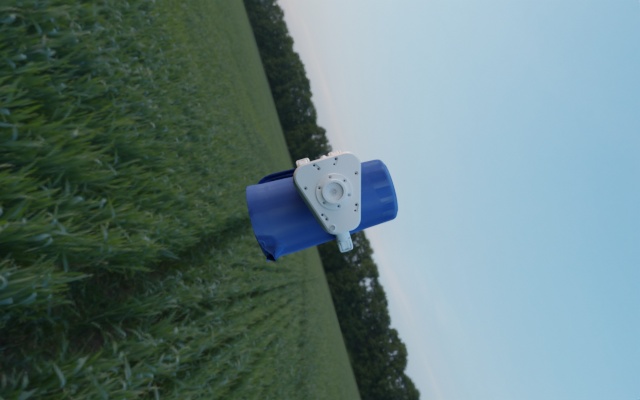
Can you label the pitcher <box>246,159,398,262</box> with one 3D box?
[{"bbox_3d":[0.000,0.003,0.823,0.243,0.149,0.145,-15,-1,-1],"label":"pitcher"}]
